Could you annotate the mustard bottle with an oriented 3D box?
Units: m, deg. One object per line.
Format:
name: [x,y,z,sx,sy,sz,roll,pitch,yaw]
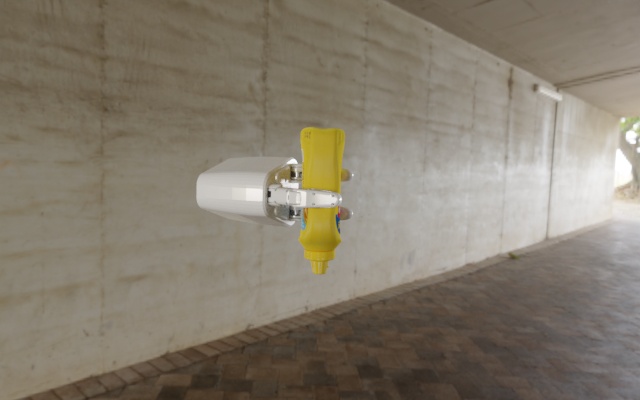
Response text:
mustard bottle: [0.000,0.002,0.632,0.058,0.191,0.096,1,5,-4]
